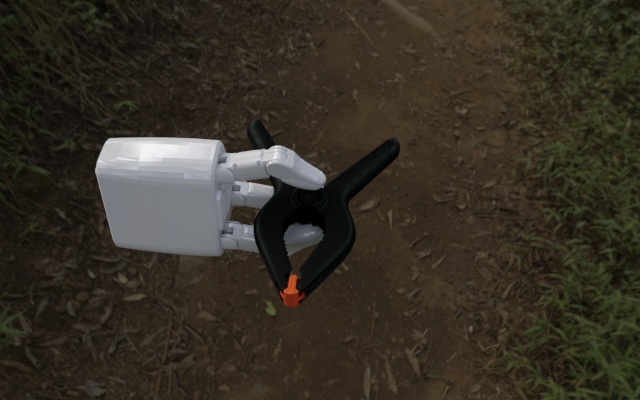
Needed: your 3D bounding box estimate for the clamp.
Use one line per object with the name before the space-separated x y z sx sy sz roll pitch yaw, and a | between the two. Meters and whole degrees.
clamp | 0.000 0.001 0.462 0.164 0.209 0.036 2 -37 0
